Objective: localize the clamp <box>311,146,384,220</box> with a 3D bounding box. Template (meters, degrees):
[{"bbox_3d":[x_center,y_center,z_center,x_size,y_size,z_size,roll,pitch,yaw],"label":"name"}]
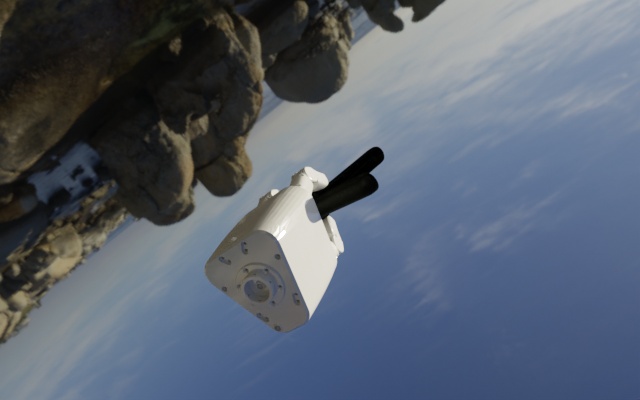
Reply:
[{"bbox_3d":[0.000,0.003,0.630,0.210,0.036,0.164,-33,8,25],"label":"clamp"}]
